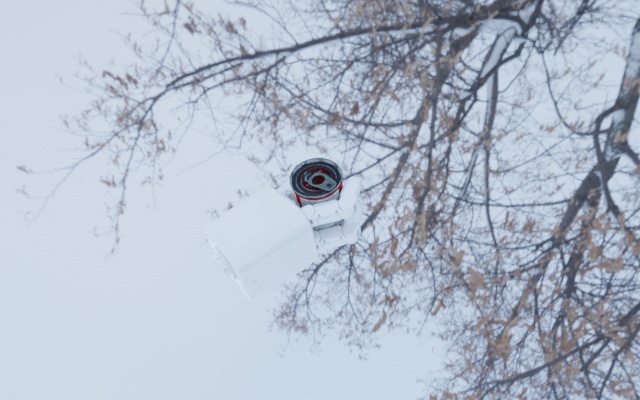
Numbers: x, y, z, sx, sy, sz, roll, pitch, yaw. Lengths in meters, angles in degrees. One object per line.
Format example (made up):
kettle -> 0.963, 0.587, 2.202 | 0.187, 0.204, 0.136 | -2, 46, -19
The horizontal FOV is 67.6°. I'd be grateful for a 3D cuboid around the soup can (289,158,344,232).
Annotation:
soup can -> 0.000, 0.002, 0.643 | 0.068, 0.068, 0.102 | 0, -40, 9
